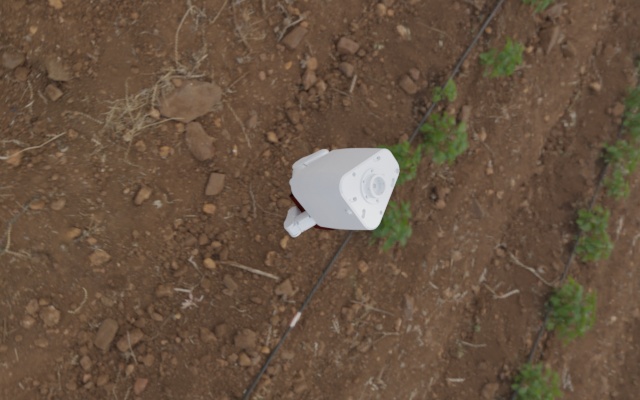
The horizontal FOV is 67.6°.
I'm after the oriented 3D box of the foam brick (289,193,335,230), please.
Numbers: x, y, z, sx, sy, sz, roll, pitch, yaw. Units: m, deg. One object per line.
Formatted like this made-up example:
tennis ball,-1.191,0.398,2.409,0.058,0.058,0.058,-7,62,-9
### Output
foam brick,0.000,0.003,0.755,0.051,0.053,0.078,3,-42,51
